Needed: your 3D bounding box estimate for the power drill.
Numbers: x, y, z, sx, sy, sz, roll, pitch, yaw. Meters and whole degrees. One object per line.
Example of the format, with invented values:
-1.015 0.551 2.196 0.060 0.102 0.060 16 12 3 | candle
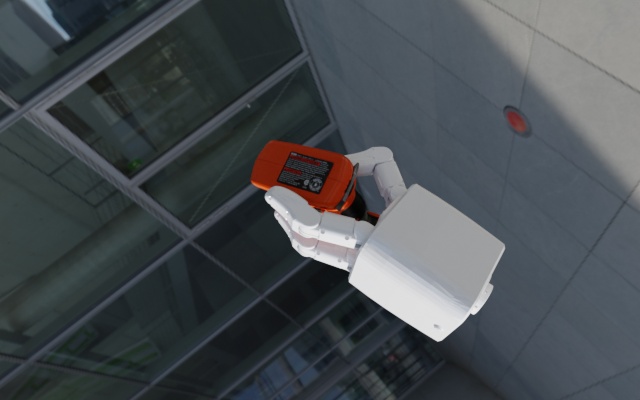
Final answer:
0.000 0.002 0.543 0.184 0.057 0.188 14 -15 29 | power drill
